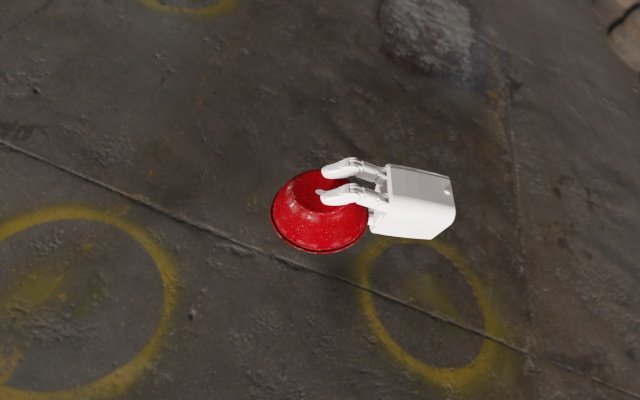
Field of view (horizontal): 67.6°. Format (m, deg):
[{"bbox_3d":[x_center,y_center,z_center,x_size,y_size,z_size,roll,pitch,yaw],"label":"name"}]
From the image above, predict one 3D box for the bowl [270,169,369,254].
[{"bbox_3d":[-0.001,0.002,0.756,0.162,0.162,0.055,0,-40,-4],"label":"bowl"}]
